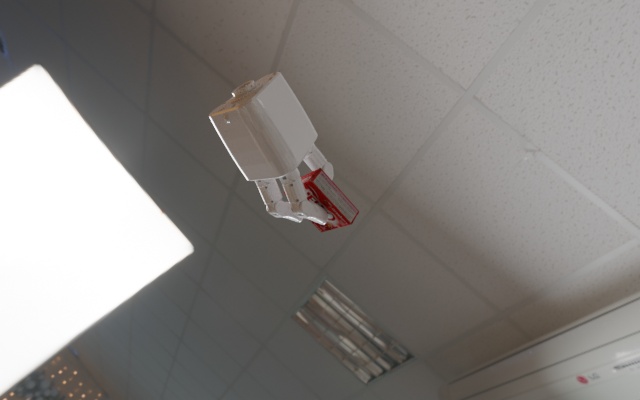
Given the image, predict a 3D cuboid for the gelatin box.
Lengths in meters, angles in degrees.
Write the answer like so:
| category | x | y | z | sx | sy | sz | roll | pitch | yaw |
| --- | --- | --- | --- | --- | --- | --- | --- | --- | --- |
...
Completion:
| category | x | y | z | sx | sy | sz | roll | pitch | yaw |
| --- | --- | --- | --- | --- | --- | --- | --- | --- | --- |
| gelatin box | 0.001 | 0.002 | 0.685 | 0.073 | 0.089 | 0.030 | -20 | 28 | 52 |
